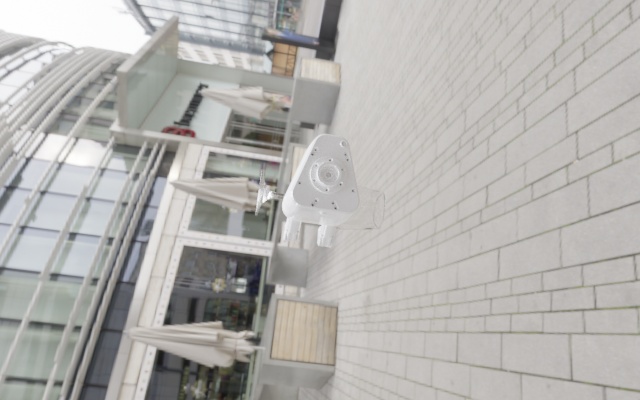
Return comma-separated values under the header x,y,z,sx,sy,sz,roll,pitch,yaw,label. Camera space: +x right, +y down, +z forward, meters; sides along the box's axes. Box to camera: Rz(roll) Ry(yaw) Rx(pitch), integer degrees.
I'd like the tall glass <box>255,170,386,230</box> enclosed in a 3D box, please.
x,y,z,sx,sy,sz,roll,pitch,yaw,label
-0.001,0.002,0.768,0.201,0.079,0.079,8,-1,-7,tall glass
